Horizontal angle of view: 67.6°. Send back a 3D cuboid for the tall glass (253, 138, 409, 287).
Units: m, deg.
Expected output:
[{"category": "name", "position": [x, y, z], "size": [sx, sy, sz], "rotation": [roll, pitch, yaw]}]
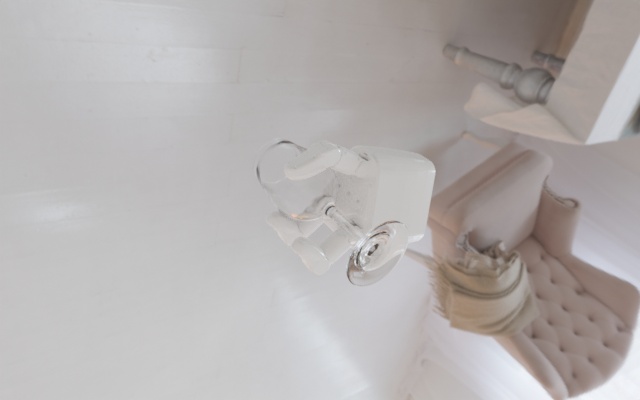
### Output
[{"category": "tall glass", "position": [0.000, 0.002, 0.513], "size": [0.079, 0.079, 0.201], "rotation": [0, 30, -40]}]
